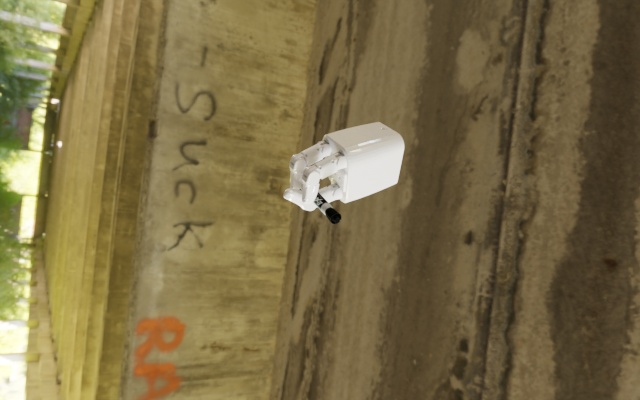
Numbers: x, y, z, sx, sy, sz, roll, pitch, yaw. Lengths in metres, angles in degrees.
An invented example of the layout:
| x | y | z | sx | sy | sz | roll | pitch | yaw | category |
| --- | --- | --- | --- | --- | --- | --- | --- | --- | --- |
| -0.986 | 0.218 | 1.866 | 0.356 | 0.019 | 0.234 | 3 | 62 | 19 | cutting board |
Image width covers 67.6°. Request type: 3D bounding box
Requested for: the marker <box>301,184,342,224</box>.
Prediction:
| x | y | z | sx | sy | sz | roll | pitch | yaw | category |
| --- | --- | --- | --- | --- | --- | --- | --- | --- | --- |
| 0.000 | 0.003 | 0.755 | 0.020 | 0.020 | 0.121 | 0 | 27 | -28 | marker |
